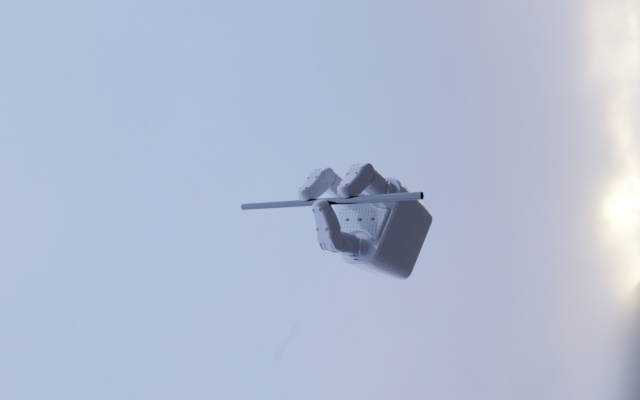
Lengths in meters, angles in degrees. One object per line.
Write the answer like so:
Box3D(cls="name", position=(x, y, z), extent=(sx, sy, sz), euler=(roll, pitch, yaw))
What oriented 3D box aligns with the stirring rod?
Box3D(cls="stirring rod", position=(0.000, 0.002, 0.526), extent=(0.239, 0.011, 0.011), euler=(-4, -2, 36))
